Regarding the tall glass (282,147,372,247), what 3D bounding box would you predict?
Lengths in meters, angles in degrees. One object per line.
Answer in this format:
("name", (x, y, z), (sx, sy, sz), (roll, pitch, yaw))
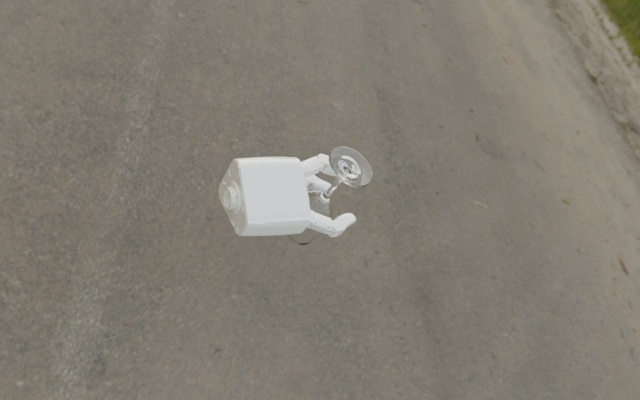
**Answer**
("tall glass", (0.001, 0.002, 0.781), (0.079, 0.079, 0.201), (0, -33, -32))
